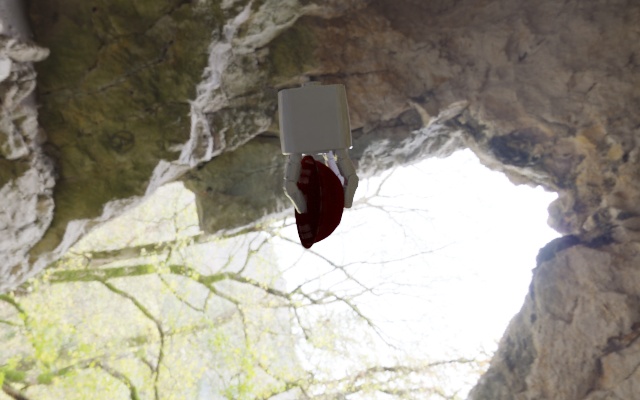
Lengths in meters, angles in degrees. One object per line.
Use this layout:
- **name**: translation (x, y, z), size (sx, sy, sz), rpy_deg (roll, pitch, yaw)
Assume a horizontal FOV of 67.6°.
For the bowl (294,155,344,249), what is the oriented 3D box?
- **bowl**: translation (0.000, 0.004, 0.822), size (0.055, 0.162, 0.162), rpy_deg (1, 0, -18)
